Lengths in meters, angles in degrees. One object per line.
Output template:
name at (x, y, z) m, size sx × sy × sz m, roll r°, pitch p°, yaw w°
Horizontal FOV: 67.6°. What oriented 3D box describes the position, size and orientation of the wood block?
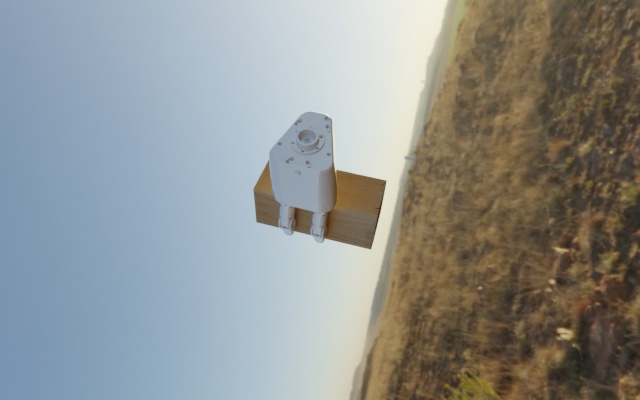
wood block at (0.000, 0.002, 0.820) m, size 0.206 × 0.090 × 0.090 m, roll 13°, pitch -42°, yaw 9°
